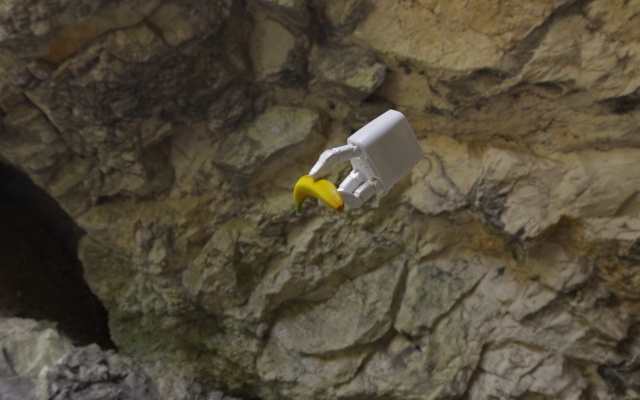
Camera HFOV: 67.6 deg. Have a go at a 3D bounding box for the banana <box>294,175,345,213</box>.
[{"bbox_3d":[-0.008,-0.014,0.865,0.037,0.069,0.198,-25,8,-21],"label":"banana"}]
